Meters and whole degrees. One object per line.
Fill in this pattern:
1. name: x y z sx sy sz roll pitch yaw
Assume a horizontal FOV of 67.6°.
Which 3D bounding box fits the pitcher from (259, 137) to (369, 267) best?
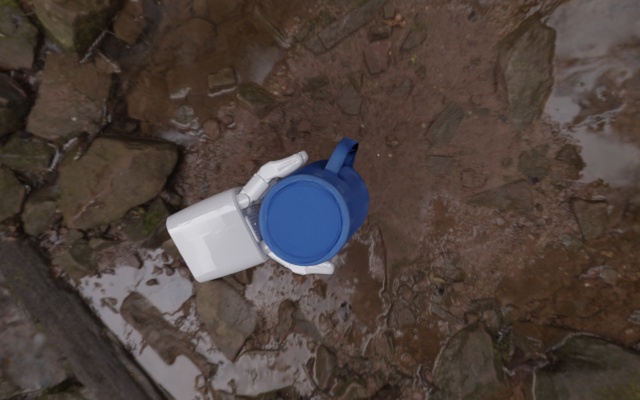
1. pitcher: 0.000 0.002 0.655 0.145 0.149 0.243 -19 3 9
